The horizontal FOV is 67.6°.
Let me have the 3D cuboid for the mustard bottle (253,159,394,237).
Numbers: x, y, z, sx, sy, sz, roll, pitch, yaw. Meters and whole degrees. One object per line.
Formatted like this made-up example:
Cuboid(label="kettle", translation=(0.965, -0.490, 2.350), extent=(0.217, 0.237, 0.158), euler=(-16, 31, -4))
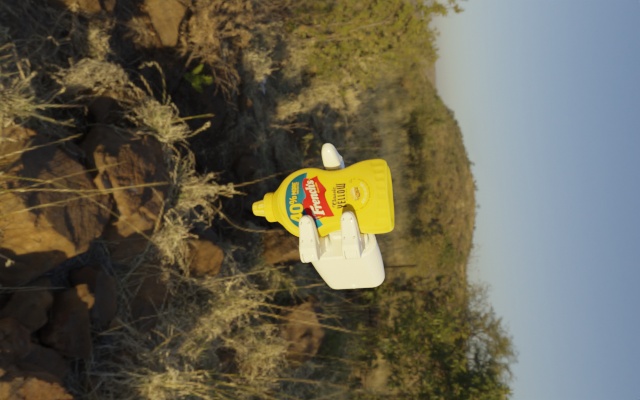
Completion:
Cuboid(label="mustard bottle", translation=(0.000, 0.002, 0.647), extent=(0.191, 0.096, 0.058), euler=(-6, -12, 15))
